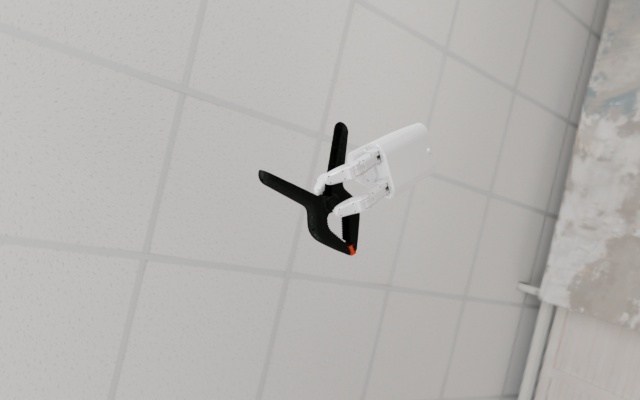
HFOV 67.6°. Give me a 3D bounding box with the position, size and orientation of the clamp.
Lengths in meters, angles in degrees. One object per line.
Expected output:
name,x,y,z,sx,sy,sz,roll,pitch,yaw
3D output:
clamp,0.000,0.003,0.748,0.164,0.210,0.036,-27,22,-24
